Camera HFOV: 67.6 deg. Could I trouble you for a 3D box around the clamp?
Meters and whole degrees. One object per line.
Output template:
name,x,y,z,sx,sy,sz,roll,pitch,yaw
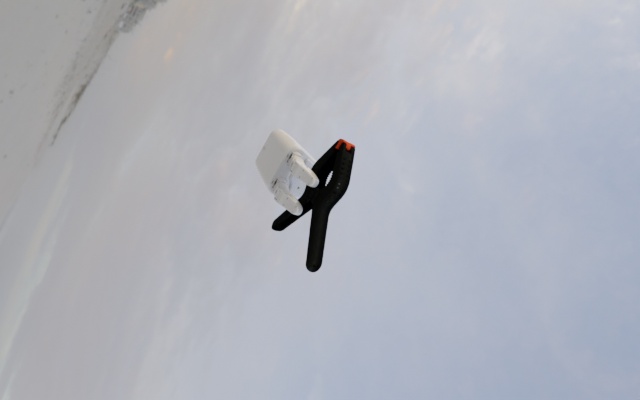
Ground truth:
clamp,0.001,0.002,0.778,0.036,0.210,0.164,22,17,-35
